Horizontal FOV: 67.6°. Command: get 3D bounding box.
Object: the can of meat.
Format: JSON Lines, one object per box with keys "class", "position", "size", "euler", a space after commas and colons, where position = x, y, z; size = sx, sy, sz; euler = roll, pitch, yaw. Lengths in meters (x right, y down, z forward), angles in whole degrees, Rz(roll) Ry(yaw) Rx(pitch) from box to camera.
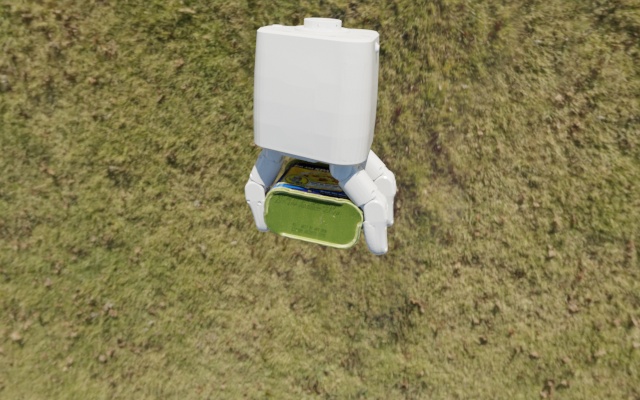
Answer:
{"class": "can of meat", "position": [0.000, 0.002, 0.486], "size": [0.102, 0.057, 0.084], "euler": [11, 25, 8]}
